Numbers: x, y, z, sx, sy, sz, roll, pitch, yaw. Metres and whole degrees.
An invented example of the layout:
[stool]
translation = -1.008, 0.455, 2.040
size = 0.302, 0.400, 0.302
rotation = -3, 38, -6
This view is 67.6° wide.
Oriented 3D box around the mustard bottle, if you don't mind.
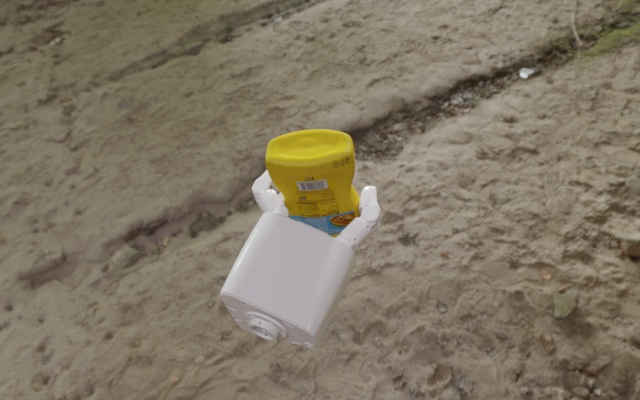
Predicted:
[mustard bottle]
translation = 0.000, 0.001, 0.580
size = 0.096, 0.058, 0.192
rotation = -6, -40, 6
